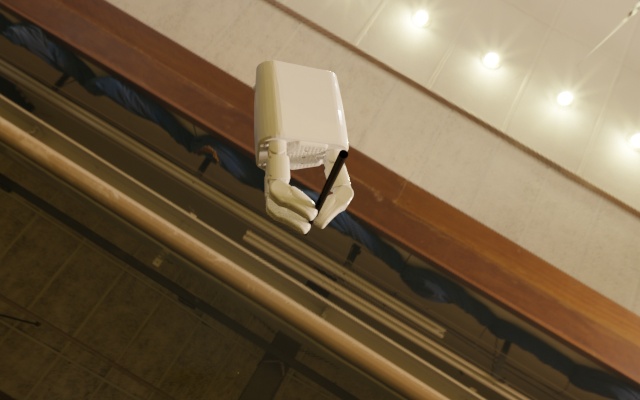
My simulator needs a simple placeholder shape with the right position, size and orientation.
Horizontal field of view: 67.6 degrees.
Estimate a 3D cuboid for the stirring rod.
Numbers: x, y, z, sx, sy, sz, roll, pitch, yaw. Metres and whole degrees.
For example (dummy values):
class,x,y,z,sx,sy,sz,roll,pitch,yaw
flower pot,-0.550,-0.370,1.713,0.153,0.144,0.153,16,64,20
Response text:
class,x,y,z,sx,sy,sz,roll,pitch,yaw
stirring rod,0.000,0.002,0.509,0.011,0.011,0.240,0,-20,-10
